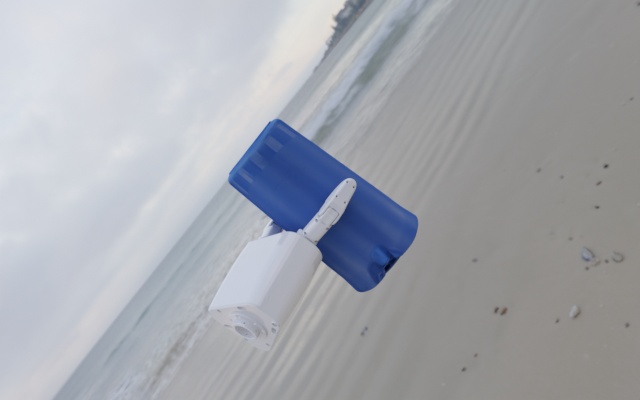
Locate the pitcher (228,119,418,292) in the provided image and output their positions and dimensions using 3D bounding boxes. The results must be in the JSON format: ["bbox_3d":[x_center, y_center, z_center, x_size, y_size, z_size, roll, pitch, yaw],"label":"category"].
[{"bbox_3d":[0.000,0.002,0.654,0.243,0.145,0.149,38,-38,-11],"label":"pitcher"}]
